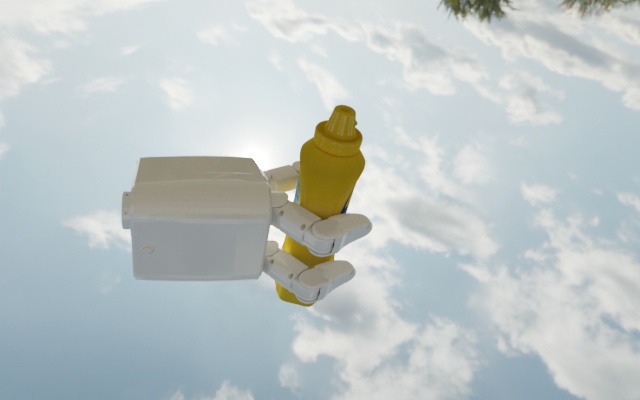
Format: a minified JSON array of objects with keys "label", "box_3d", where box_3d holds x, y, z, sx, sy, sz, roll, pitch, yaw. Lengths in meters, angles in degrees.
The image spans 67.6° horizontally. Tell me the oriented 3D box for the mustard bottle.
[{"label":"mustard bottle","box_3d":[0.000,0.002,0.441,0.058,0.192,0.096,15,35,2]}]
